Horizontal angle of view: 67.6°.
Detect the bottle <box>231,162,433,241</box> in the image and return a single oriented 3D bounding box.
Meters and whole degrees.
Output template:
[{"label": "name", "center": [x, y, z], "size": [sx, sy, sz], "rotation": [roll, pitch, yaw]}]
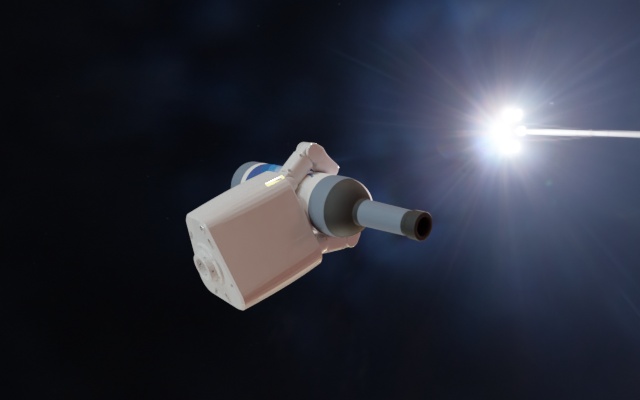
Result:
[{"label": "bottle", "center": [0.000, 0.002, 0.547], "size": [0.069, 0.069, 0.295], "rotation": [0, 9, -40]}]
